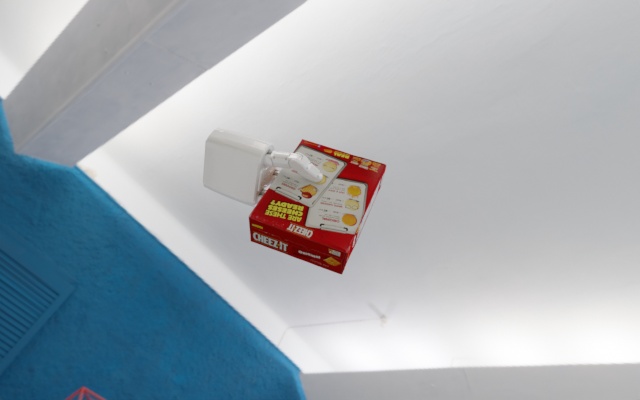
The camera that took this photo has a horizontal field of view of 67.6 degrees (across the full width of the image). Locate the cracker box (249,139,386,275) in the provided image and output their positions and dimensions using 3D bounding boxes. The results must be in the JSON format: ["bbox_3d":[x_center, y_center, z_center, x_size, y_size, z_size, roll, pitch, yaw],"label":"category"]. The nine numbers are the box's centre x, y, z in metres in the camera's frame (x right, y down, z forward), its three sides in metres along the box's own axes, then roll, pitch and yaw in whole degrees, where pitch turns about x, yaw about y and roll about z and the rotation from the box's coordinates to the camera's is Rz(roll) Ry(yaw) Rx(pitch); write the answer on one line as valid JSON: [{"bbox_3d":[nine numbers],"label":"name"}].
[{"bbox_3d":[0.000,0.002,0.805,0.164,0.072,0.213,19,48,12],"label":"cracker box"}]
